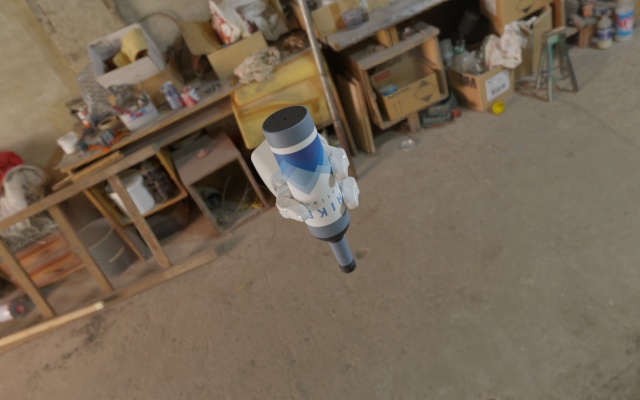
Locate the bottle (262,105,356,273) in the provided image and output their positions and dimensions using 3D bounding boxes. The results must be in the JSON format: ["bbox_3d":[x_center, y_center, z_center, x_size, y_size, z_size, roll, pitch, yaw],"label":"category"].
[{"bbox_3d":[0.000,0.002,0.711,0.069,0.296,0.069,-15,37,11],"label":"bottle"}]
